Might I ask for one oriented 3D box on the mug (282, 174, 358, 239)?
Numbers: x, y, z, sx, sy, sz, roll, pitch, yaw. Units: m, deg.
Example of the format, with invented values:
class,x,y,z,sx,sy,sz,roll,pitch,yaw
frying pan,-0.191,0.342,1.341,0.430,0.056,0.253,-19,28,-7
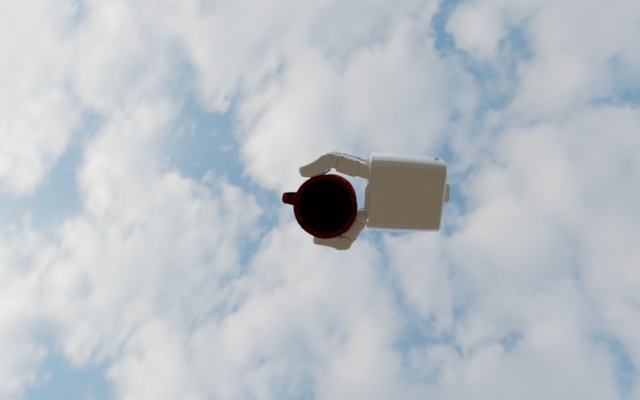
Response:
class,x,y,z,sx,sy,sz,roll,pitch,yaw
mug,-0.001,0.002,0.720,0.117,0.093,0.081,5,10,7
